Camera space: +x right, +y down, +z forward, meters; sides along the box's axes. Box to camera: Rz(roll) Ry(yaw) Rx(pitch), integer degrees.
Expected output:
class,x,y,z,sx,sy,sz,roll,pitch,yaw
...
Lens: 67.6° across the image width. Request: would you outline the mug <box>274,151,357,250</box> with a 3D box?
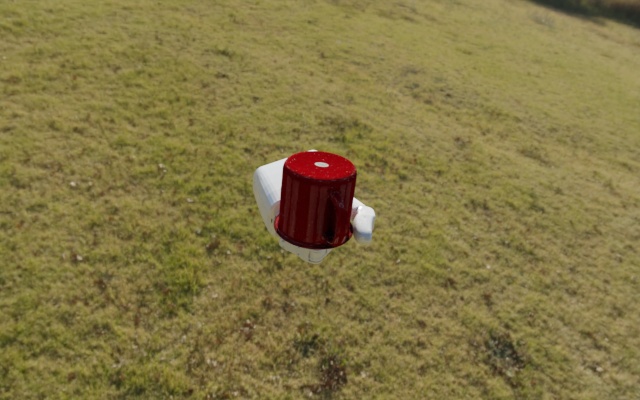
class,x,y,z,sx,sy,sz,roll,pitch,yaw
mug,0.001,0.002,0.525,0.093,0.081,0.117,-5,31,-20
